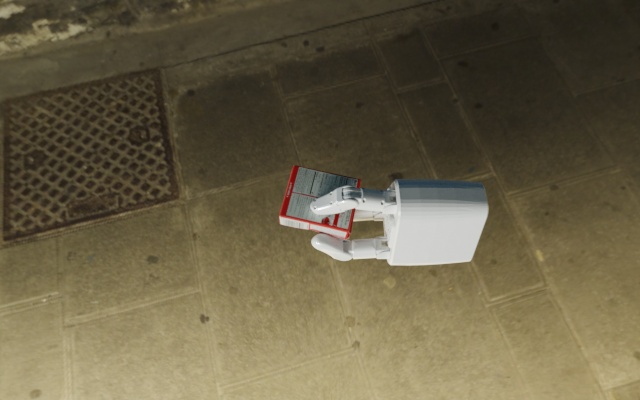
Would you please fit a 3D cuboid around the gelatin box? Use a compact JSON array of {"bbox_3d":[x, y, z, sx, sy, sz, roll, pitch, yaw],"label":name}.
[{"bbox_3d":[0.000,0.002,0.591,0.089,0.073,0.030,13,-24,2],"label":"gelatin box"}]
